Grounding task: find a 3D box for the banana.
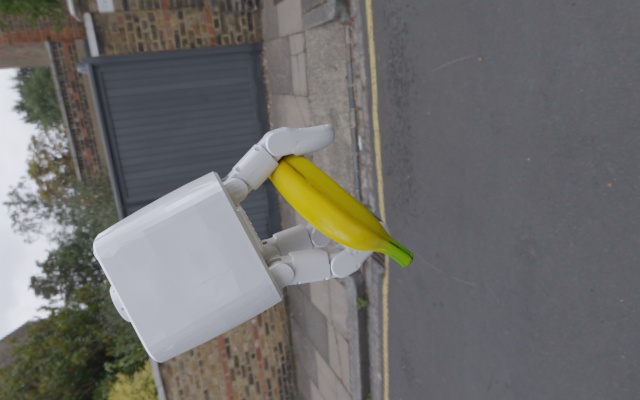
[{"bbox_3d":[-0.008,-0.007,0.393,0.070,0.037,0.197,45,-2,-41],"label":"banana"}]
